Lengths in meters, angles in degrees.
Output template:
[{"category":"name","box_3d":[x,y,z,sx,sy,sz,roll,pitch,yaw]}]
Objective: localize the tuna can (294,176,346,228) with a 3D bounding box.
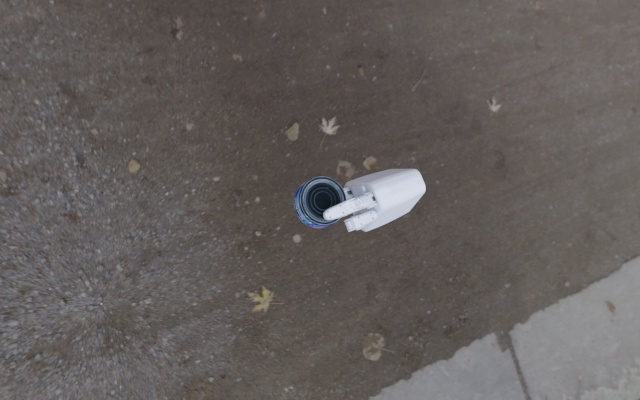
[{"category":"tuna can","box_3d":[0.000,0.003,0.807,0.086,0.086,0.034,0,-9,-19]}]
